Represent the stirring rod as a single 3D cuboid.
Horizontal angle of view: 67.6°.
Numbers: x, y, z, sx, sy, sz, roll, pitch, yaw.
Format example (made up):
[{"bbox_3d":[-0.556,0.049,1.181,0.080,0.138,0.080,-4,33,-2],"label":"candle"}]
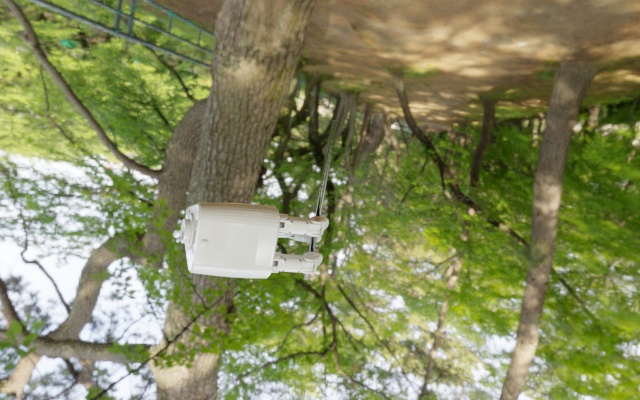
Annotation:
[{"bbox_3d":[0.000,0.002,0.700,0.011,0.239,0.011,10,10,-2],"label":"stirring rod"}]
